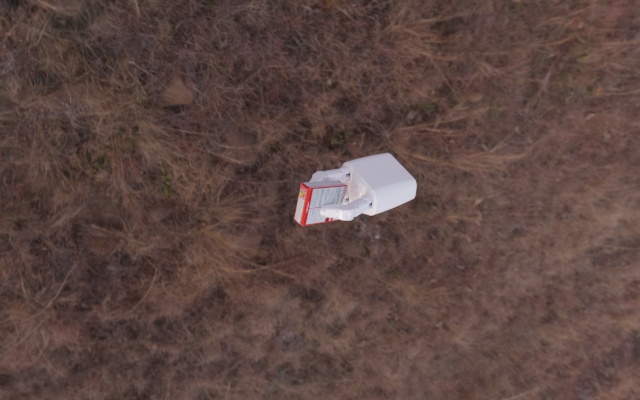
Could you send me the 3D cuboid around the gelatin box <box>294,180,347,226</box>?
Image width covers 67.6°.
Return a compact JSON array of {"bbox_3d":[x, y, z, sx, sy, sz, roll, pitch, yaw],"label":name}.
[{"bbox_3d":[0.000,0.003,0.861,0.089,0.073,0.030,-7,29,-39],"label":"gelatin box"}]
